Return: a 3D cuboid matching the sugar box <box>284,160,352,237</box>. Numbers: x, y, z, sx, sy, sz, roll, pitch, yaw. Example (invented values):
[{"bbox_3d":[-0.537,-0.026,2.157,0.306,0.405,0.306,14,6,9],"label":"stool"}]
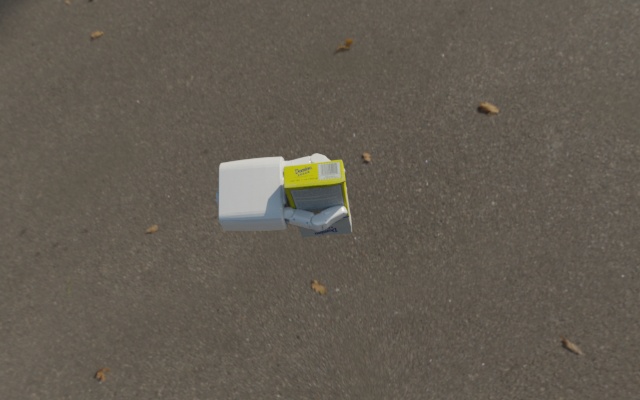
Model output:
[{"bbox_3d":[0.000,0.002,0.790,0.093,0.048,0.176,-5,-28,4],"label":"sugar box"}]
